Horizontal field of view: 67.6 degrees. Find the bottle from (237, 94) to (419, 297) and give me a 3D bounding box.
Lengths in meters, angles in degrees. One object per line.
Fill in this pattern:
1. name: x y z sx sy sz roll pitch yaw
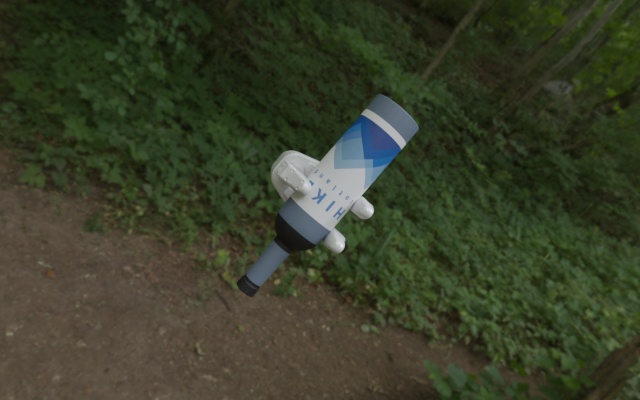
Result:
1. bottle: 0.000 0.002 0.597 0.069 0.296 0.069 41 3 -2
